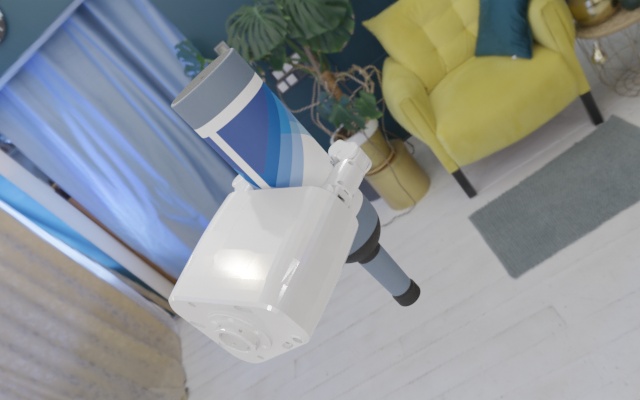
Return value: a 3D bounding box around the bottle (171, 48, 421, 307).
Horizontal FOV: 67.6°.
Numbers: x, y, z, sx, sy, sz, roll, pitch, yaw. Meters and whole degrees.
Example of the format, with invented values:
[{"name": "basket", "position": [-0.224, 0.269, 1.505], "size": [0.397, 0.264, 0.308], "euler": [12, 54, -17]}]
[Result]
[{"name": "bottle", "position": [0.000, 0.001, 0.430], "size": [0.296, 0.069, 0.069], "euler": [47, -24, -25]}]
